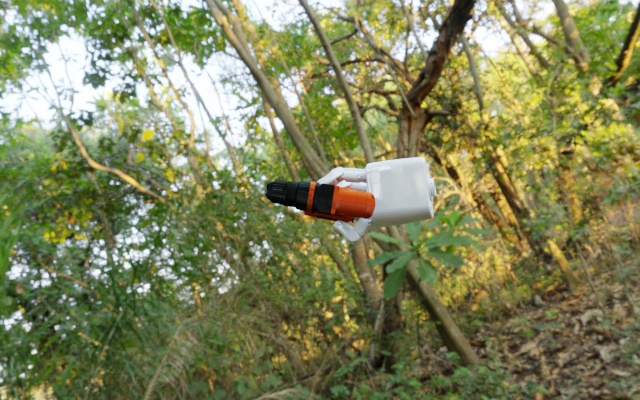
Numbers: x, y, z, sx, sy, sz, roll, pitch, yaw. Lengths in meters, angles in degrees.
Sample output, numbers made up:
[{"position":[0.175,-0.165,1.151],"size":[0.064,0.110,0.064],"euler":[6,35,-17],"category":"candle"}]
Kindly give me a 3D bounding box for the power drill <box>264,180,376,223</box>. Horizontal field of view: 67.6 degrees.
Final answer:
[{"position":[0.000,0.003,0.858],"size":[0.184,0.057,0.187],"euler":[10,-3,2],"category":"power drill"}]
